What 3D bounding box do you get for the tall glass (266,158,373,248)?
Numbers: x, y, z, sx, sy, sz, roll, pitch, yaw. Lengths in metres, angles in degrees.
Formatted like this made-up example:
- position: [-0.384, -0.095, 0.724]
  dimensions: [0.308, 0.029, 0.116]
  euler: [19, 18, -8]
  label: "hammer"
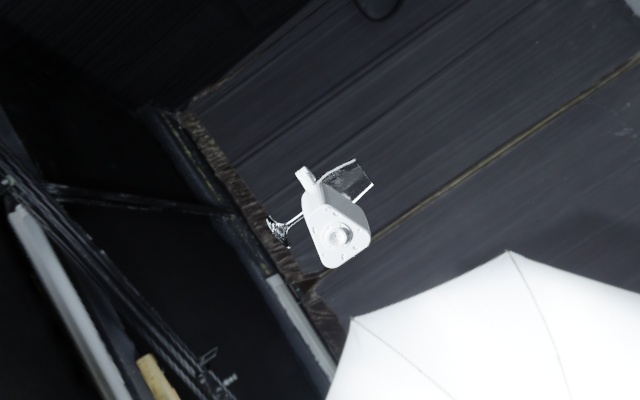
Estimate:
- position: [0.000, 0.003, 0.895]
  dimensions: [0.201, 0.079, 0.079]
  euler: [-36, -6, 8]
  label: "tall glass"
